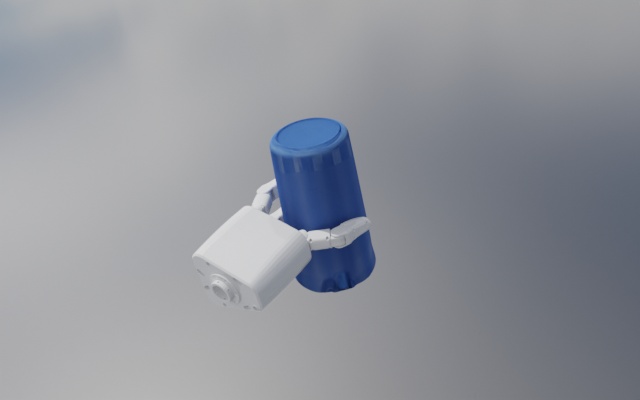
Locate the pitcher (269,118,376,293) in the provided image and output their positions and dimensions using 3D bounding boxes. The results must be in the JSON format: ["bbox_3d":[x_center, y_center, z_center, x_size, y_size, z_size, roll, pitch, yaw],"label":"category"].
[{"bbox_3d":[0.000,0.002,0.708,0.149,0.243,0.145,15,42,33],"label":"pitcher"}]
